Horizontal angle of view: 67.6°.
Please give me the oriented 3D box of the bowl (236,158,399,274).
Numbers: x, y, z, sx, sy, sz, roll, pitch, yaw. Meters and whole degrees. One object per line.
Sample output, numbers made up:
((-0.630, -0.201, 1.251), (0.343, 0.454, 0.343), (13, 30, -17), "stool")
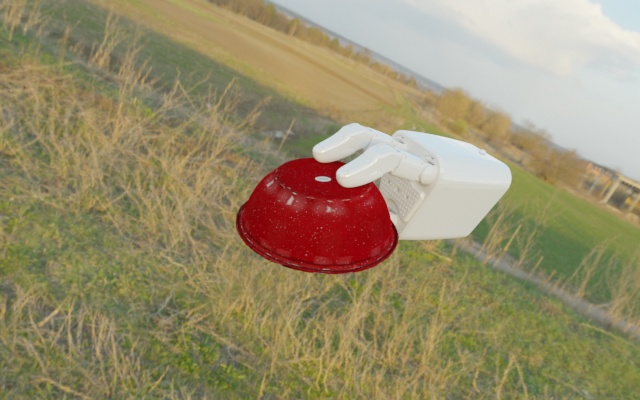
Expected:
((-0.001, 0.001, 0.461), (0.162, 0.055, 0.162), (6, 28, -3), "bowl")
